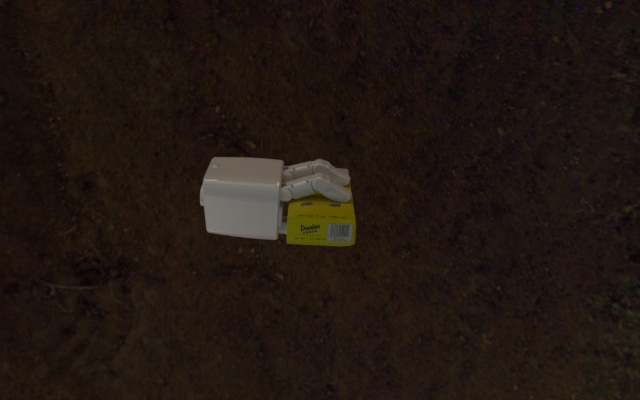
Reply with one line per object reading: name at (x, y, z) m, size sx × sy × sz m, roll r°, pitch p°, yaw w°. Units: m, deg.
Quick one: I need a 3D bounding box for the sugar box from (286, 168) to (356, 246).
sugar box at (0.000, 0.002, 0.705) m, size 0.093 × 0.048 × 0.176 m, roll 3°, pitch 30°, yaw -3°
